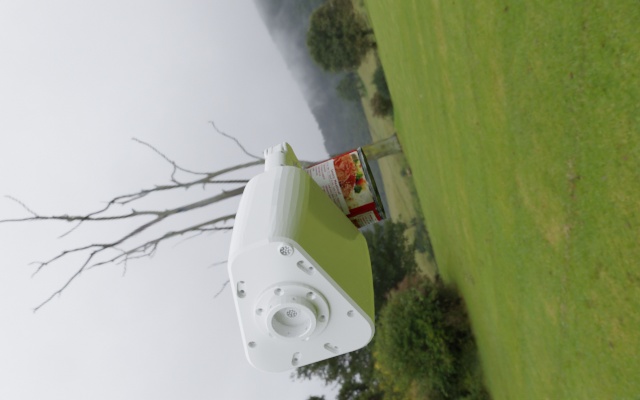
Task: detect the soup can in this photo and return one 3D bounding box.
[{"bbox_3d":[0.000,0.001,0.430,0.102,0.068,0.068,-20,-3,10],"label":"soup can"}]
